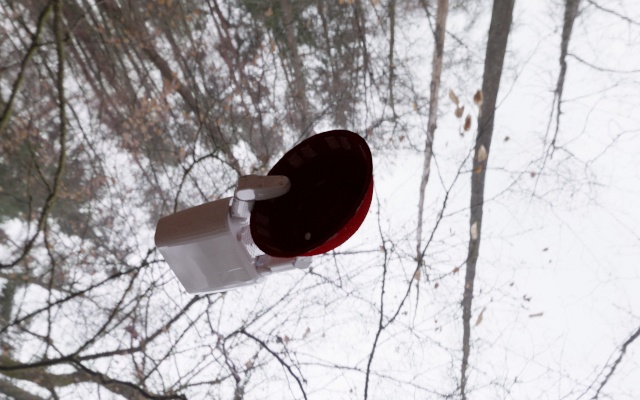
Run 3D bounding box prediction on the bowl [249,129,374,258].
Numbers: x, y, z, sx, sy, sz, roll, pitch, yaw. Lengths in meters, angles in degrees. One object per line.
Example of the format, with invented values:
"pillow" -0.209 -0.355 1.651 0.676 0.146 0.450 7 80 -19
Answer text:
"bowl" 0.001 0.002 0.523 0.162 0.162 0.055 0 -32 43
